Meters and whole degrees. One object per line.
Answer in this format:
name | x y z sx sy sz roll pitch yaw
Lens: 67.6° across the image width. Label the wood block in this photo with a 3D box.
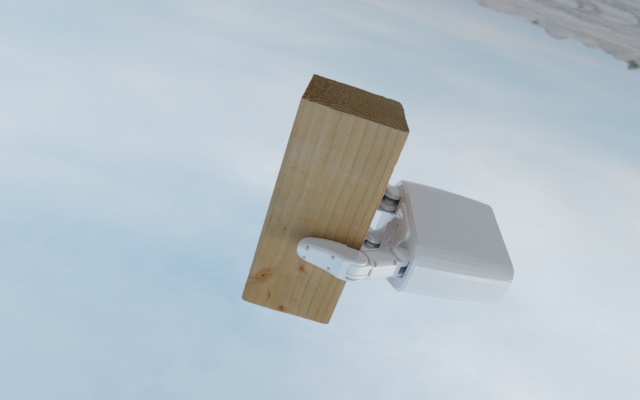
wood block | 0.000 0.002 0.449 0.090 0.206 0.090 17 27 -4
